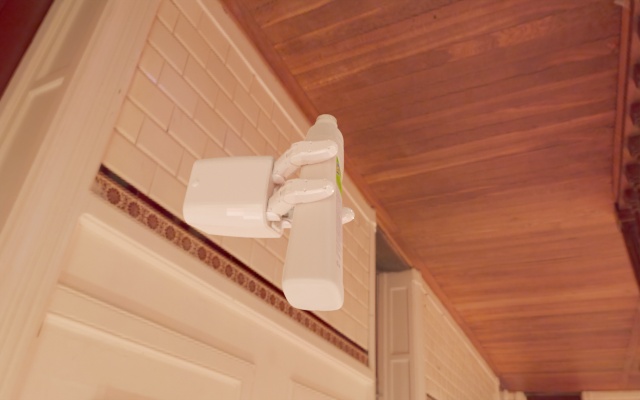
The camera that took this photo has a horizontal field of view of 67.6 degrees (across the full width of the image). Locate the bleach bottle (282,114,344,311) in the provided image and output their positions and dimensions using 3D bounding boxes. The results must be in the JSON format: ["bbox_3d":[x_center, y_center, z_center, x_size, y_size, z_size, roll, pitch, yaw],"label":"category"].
[{"bbox_3d":[0.000,0.002,0.602,0.068,0.250,0.103,1,-31,7],"label":"bleach bottle"}]
